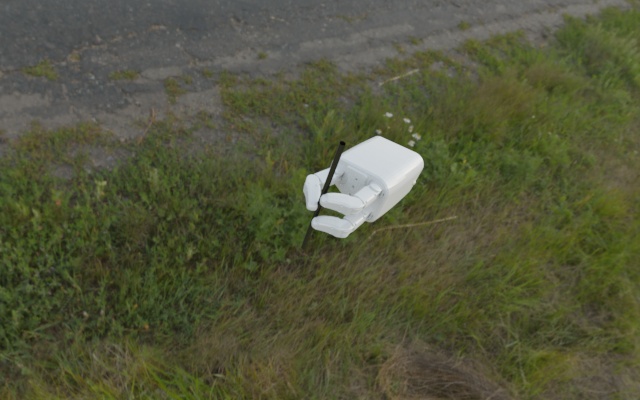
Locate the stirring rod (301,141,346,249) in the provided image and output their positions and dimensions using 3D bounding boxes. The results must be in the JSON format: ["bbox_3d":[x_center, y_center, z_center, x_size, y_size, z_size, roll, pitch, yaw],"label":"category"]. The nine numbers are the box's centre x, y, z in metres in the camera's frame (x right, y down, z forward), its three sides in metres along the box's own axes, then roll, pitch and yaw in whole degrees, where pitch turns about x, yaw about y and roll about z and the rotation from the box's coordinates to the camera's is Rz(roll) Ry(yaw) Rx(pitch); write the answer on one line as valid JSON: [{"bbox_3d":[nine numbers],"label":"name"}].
[{"bbox_3d":[0.000,0.002,0.698,0.011,0.011,0.240,0,-39,-17],"label":"stirring rod"}]
